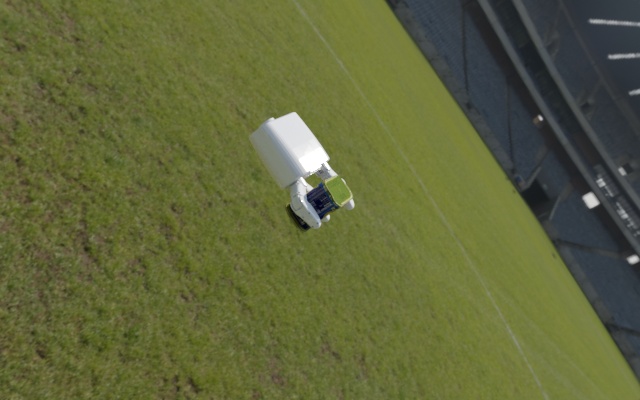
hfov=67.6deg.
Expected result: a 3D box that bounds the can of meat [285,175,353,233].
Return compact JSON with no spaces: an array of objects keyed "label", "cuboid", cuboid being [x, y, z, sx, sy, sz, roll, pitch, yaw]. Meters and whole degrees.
[{"label":"can of meat","cuboid":[0.000,0.003,0.817,0.084,0.057,0.102,-34,-1,21]}]
